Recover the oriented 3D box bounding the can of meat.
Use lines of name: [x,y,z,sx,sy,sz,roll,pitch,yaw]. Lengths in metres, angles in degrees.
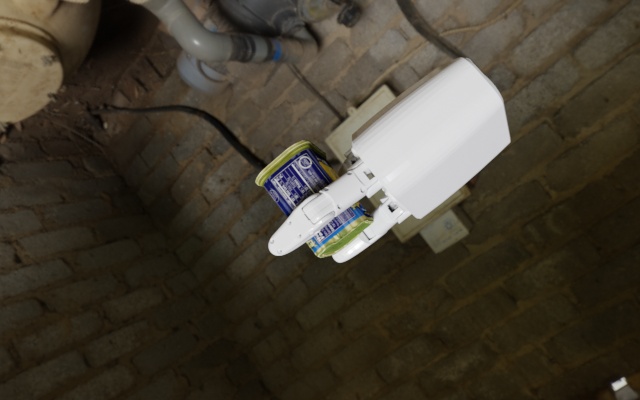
can of meat: [0.000,0.002,0.423,0.057,0.084,0.102,-39,-10,7]
